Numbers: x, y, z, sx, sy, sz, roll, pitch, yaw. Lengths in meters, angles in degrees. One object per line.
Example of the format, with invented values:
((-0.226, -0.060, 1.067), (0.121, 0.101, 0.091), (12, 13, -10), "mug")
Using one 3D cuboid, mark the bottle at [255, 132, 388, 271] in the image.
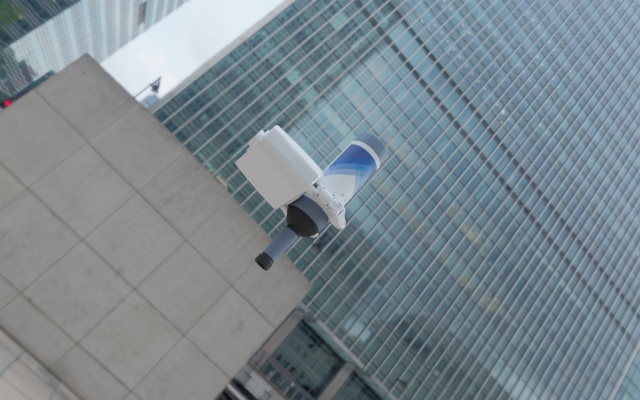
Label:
((0.000, 0.003, 0.805), (0.295, 0.069, 0.069), (-46, 21, -21), "bottle")
